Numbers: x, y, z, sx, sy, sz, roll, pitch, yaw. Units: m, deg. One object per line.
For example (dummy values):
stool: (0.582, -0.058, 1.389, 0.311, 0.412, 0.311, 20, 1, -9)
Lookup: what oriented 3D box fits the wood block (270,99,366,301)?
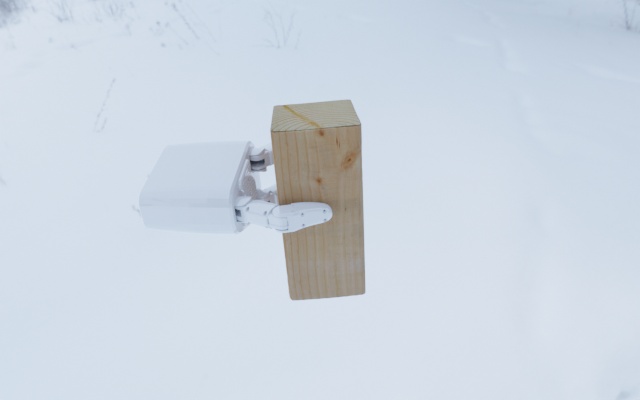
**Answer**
wood block: (0.000, 0.002, 0.541, 0.090, 0.206, 0.090, -5, 28, -1)
